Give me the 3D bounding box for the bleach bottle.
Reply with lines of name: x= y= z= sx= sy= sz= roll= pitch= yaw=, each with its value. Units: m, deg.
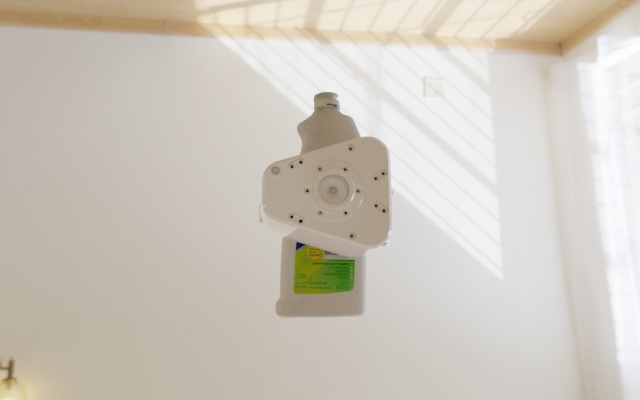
bleach bottle: x=0.000 y=0.002 z=0.541 sx=0.102 sy=0.251 sz=0.068 roll=0 pitch=-8 yaw=-4
